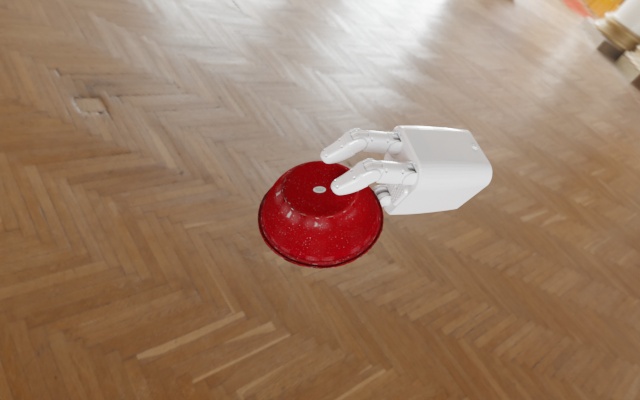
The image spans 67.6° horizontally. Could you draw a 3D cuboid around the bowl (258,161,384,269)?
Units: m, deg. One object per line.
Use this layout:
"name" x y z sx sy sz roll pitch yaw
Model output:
"bowl" -0.001 0.002 0.591 0.162 0.162 0.055 0 -40 0
